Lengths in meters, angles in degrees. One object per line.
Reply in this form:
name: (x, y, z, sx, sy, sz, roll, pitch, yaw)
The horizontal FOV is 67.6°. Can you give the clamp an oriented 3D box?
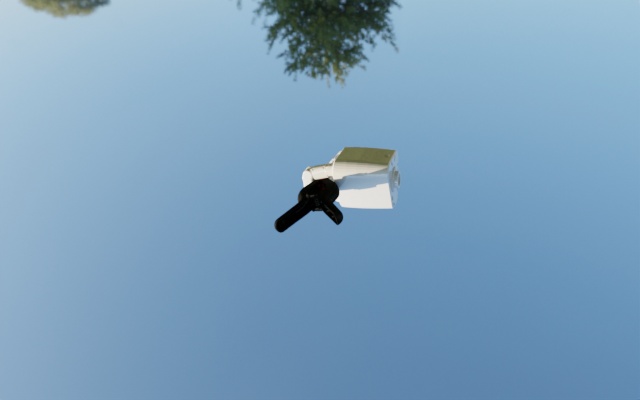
clamp: (0.000, 0.003, 0.856, 0.120, 0.039, 0.171, 1, 33, 21)
